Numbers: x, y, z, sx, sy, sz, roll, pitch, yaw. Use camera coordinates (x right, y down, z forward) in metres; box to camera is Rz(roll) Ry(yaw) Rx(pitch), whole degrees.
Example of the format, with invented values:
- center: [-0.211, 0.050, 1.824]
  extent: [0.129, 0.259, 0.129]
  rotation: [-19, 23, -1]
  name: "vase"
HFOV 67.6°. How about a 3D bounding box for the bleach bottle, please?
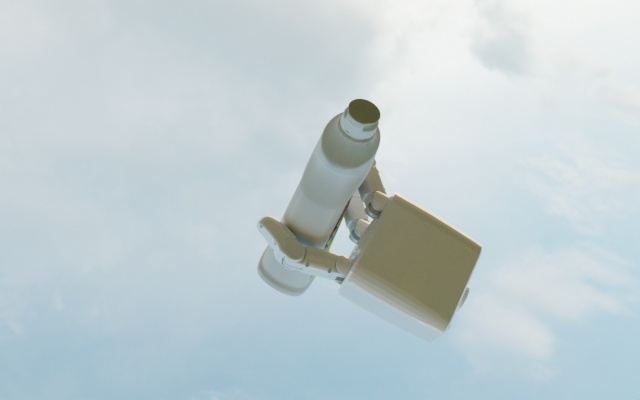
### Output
- center: [0.000, 0.002, 0.482]
  extent: [0.068, 0.102, 0.251]
  rotation: [30, -37, 3]
  name: "bleach bottle"
